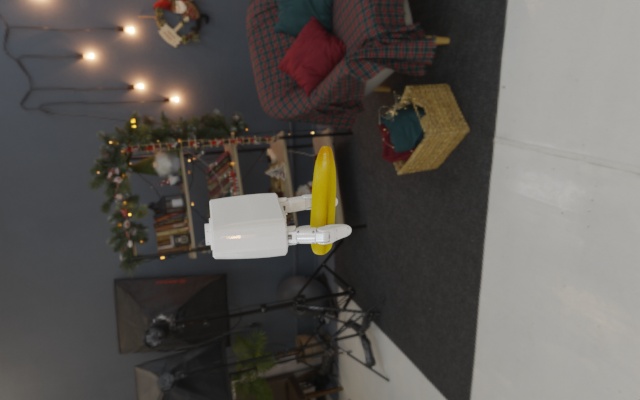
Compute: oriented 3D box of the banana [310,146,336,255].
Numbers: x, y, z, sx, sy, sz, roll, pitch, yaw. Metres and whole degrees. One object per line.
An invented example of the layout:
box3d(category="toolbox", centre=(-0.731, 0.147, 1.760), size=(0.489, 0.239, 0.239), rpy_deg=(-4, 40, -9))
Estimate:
box3d(category="banana", centre=(0.002, 0.016, 0.737), size=(0.037, 0.198, 0.069), rpy_deg=(-2, 35, -7))
